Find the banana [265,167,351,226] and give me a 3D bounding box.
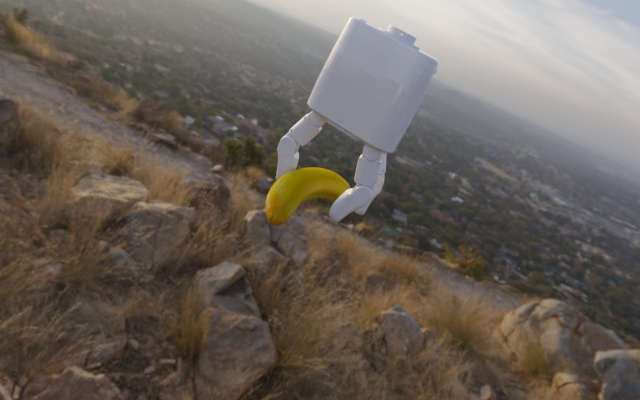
[{"bbox_3d":[-0.011,-0.010,0.562,0.069,0.037,0.198,42,25,23],"label":"banana"}]
